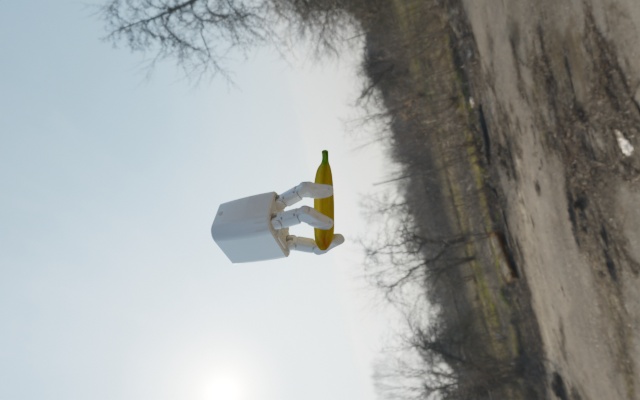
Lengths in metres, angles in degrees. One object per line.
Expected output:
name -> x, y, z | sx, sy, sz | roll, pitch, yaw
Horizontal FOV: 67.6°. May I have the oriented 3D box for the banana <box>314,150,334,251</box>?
banana -> 0.004, 0.009, 0.845 | 0.037, 0.197, 0.070 | -7, -31, 10
